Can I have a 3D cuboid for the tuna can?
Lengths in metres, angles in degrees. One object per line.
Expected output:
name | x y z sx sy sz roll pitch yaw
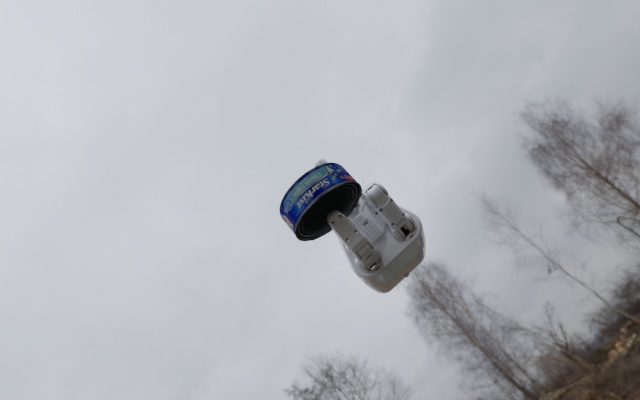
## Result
tuna can | 0.000 0.001 0.500 0.033 0.086 0.086 49 26 25
